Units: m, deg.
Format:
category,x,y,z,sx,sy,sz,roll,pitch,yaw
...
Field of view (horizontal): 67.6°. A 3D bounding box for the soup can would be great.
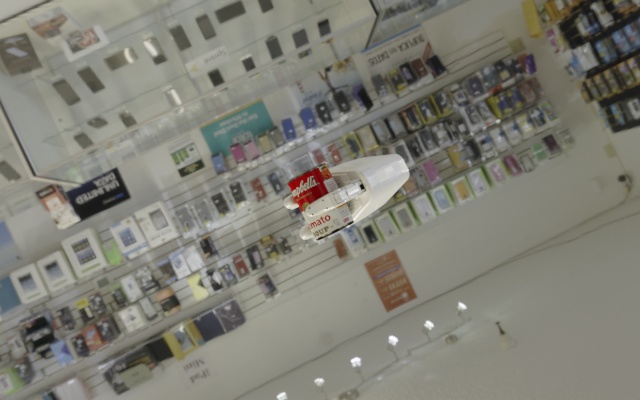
category,x,y,z,sx,sy,sz,roll,pitch,yaw
soup can,0.000,0.003,0.732,0.068,0.102,0.068,-26,-1,0
